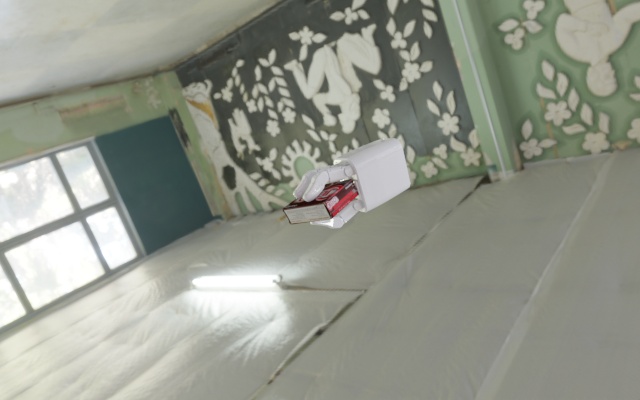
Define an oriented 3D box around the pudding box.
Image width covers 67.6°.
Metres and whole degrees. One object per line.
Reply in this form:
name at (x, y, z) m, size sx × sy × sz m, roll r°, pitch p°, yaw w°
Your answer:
pudding box at (0.000, 0.003, 0.866) m, size 0.113 × 0.039 × 0.090 m, roll -12°, pitch 19°, yaw 46°
